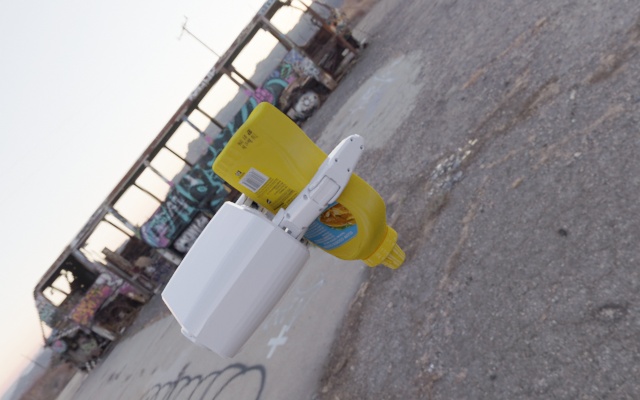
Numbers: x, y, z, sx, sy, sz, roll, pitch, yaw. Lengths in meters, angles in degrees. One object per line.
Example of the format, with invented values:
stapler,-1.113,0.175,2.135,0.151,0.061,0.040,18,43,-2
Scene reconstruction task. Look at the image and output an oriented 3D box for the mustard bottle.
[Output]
mustard bottle,0.000,0.001,0.430,0.191,0.058,0.096,38,-36,-12
